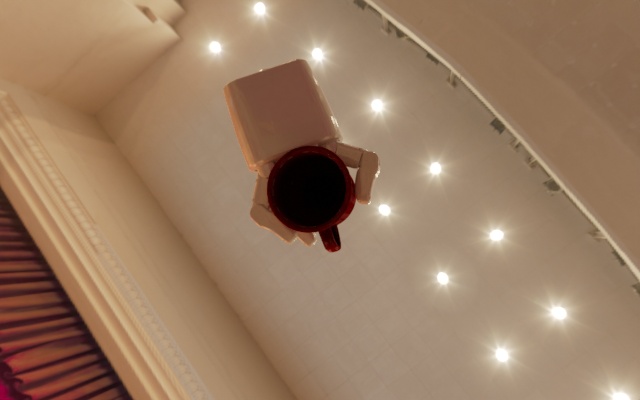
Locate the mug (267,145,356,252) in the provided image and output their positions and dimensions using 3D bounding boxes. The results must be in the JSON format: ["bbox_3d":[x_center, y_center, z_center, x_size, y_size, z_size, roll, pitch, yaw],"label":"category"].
[{"bbox_3d":[0.001,0.003,0.540,0.093,0.117,0.081,-22,-9,10],"label":"mug"}]
